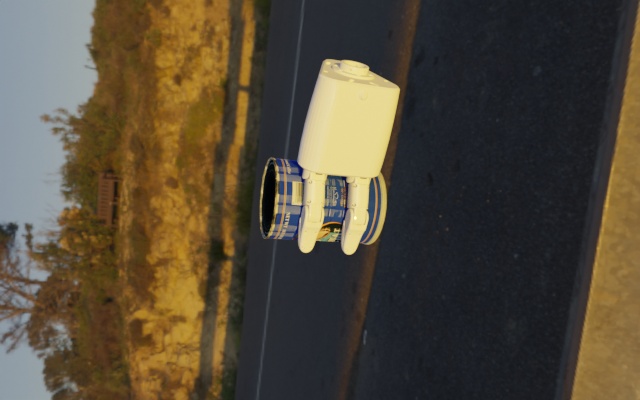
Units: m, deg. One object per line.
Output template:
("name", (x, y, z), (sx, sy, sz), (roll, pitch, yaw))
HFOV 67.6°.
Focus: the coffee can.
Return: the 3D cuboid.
("coffee can", (0.000, 0.002, 0.615), (0.140, 0.103, 0.103), (4, -1, -17))
